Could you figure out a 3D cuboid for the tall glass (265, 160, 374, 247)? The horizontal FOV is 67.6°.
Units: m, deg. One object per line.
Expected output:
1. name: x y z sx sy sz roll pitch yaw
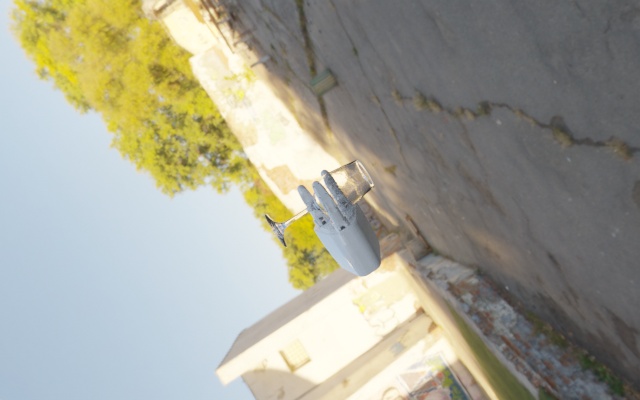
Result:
1. tall glass: -0.001 0.003 0.890 0.201 0.079 0.079 -33 0 0
